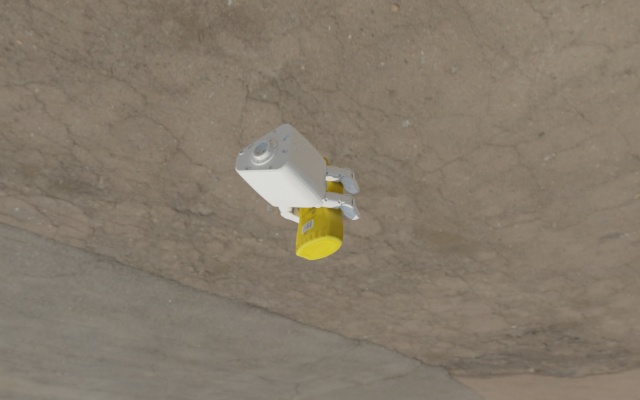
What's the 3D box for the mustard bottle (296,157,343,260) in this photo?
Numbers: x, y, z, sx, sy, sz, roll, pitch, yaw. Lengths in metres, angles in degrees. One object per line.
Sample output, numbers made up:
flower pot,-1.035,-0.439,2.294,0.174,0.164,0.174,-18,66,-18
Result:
mustard bottle,0.000,0.003,0.847,0.058,0.191,0.096,23,-38,-28
